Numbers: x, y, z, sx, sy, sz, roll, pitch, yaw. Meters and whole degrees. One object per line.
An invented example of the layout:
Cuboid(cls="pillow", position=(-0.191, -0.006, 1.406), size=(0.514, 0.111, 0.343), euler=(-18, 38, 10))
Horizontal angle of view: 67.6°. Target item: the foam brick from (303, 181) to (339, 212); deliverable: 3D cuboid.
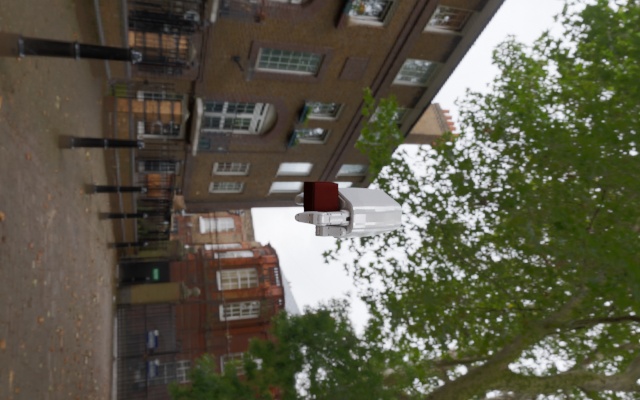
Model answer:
Cuboid(cls="foam brick", position=(0.000, 0.003, 0.891), size=(0.051, 0.078, 0.053), euler=(-1, 6, -22))
